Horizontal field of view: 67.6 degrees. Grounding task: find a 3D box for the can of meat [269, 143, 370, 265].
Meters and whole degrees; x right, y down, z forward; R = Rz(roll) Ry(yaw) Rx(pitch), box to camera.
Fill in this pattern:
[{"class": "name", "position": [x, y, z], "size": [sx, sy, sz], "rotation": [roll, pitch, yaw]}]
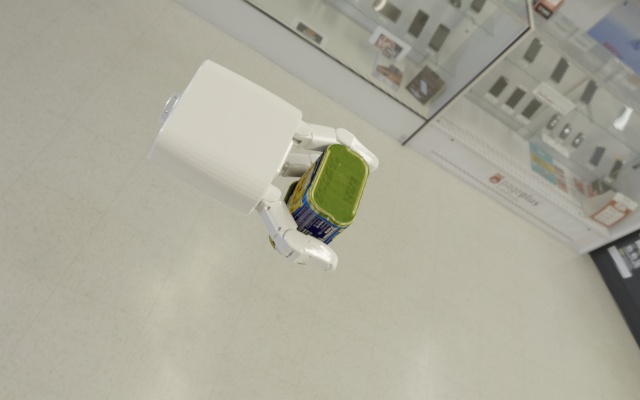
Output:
[{"class": "can of meat", "position": [0.000, 0.002, 0.484], "size": [0.057, 0.102, 0.084], "rotation": [31, -43, -12]}]
